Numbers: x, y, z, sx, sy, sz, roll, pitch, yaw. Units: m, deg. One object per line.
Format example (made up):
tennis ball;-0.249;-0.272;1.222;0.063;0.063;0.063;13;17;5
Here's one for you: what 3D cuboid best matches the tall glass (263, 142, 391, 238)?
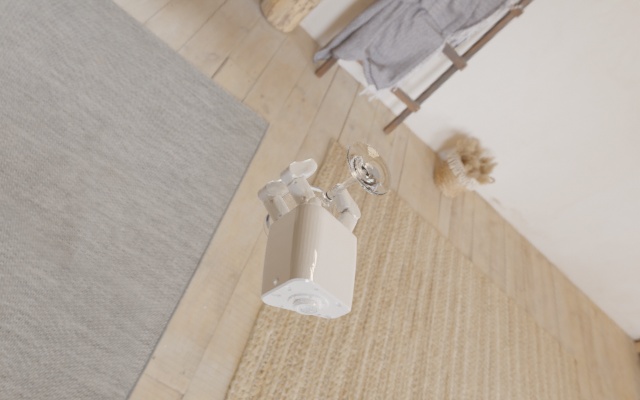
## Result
tall glass;0.001;0.002;0.656;0.079;0.079;0.201;0;-25;-43
